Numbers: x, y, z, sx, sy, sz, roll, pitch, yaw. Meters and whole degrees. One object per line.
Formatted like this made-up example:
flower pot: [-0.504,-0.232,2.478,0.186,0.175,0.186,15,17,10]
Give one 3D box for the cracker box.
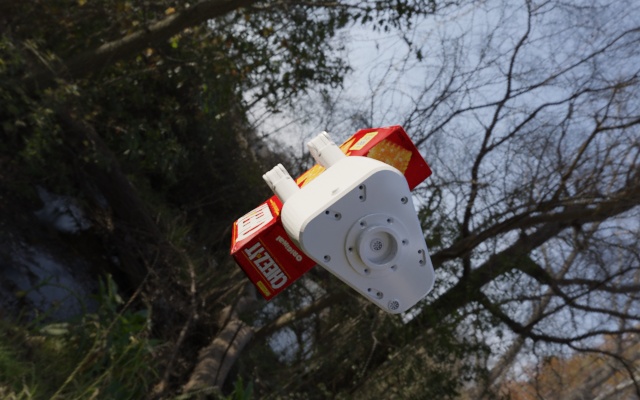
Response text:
cracker box: [0.000,0.002,0.551,0.213,0.072,0.164,-37,11,-3]
